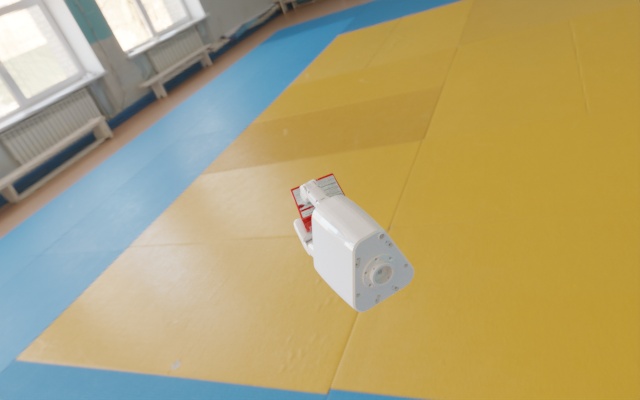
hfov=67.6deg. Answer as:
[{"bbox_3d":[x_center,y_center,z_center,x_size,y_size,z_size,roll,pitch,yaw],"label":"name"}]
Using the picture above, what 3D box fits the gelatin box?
[{"bbox_3d":[0.000,0.002,0.723,0.073,0.030,0.089,-22,36,-2],"label":"gelatin box"}]
